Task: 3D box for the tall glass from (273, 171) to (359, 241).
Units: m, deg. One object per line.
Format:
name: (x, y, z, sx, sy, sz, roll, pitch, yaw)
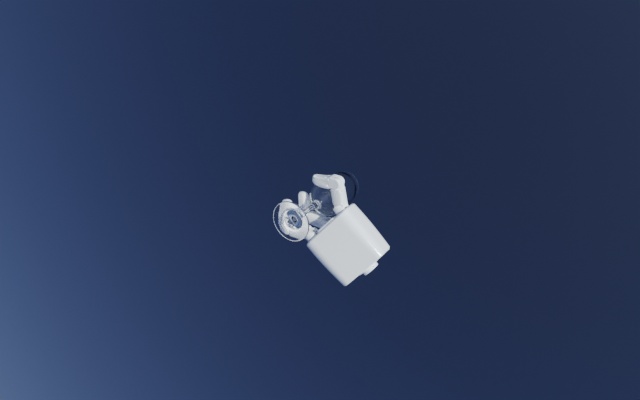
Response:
tall glass: (0.000, 0.003, 0.895, 0.079, 0.079, 0.201, 0, 20, 33)
